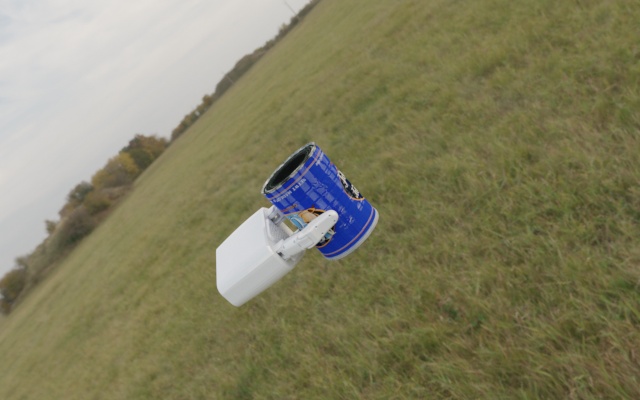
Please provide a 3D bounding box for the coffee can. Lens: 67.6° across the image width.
[{"bbox_3d":[0.000,0.002,0.684,0.140,0.103,0.103,46,-17,-17],"label":"coffee can"}]
